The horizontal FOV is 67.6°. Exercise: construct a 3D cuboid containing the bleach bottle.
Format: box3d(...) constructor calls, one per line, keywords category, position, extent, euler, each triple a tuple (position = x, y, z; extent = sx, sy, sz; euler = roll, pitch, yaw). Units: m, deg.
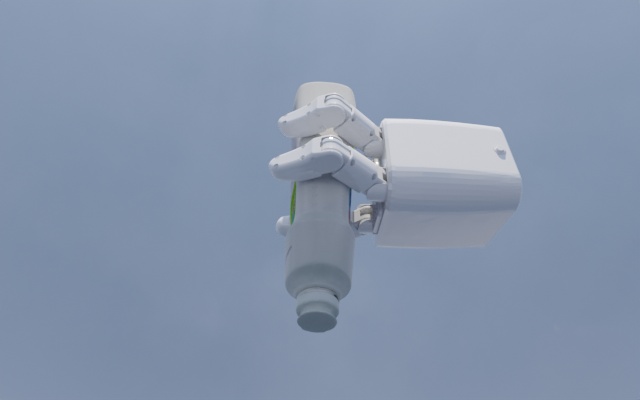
box3d(category="bleach bottle", position=(0.000, 0.001, 0.424), extent=(0.068, 0.250, 0.103), euler=(3, -44, -1))
